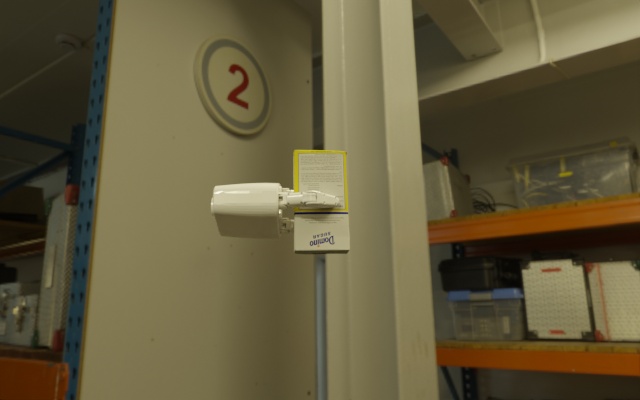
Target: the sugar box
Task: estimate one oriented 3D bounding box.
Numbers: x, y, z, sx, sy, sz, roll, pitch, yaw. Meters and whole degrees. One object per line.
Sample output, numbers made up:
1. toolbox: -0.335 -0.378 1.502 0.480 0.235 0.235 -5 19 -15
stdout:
1. sugar box: 0.000 0.003 0.816 0.093 0.176 0.048 1 -13 -4
